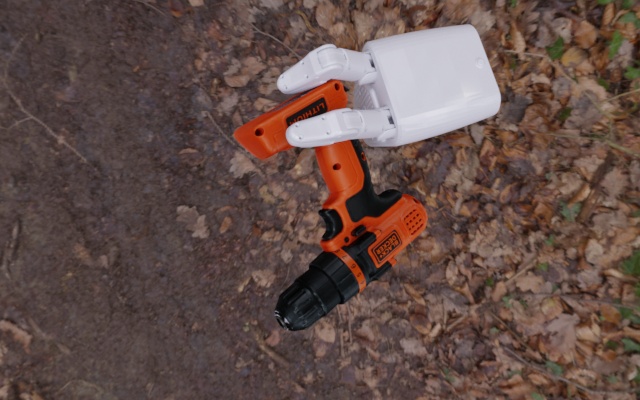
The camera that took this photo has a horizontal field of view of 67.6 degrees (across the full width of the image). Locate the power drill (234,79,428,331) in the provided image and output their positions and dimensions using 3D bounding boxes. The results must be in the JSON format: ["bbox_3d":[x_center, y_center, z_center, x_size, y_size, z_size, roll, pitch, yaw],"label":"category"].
[{"bbox_3d":[0.000,0.001,0.438,0.184,0.188,0.057,-37,20,-25],"label":"power drill"}]
